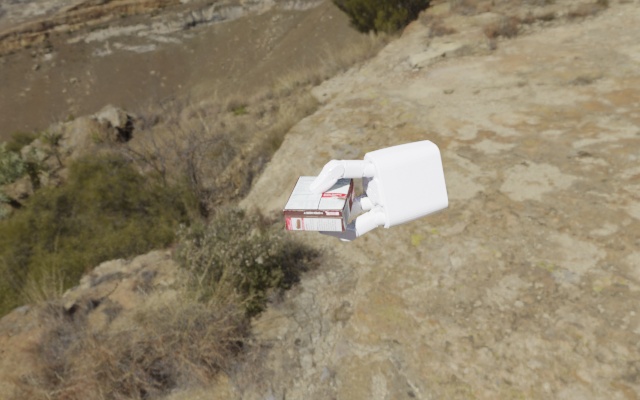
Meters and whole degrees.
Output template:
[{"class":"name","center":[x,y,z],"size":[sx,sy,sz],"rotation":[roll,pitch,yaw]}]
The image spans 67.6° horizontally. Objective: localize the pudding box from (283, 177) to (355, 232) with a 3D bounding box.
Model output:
[{"class":"pudding box","center":[0.000,0.002,0.718],"size":[0.090,0.039,0.113],"rotation":[0,27,12]}]
